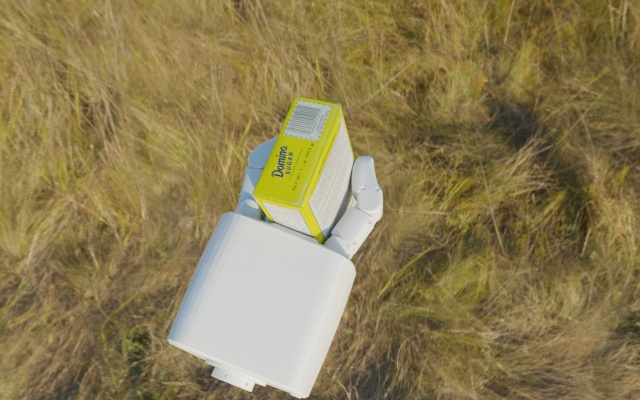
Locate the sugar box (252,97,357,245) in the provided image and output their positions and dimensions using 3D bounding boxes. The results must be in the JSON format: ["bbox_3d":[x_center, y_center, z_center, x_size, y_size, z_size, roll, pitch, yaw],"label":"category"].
[{"bbox_3d":[-0.001,0.001,0.422,0.048,0.093,0.176,14,-24,16],"label":"sugar box"}]
